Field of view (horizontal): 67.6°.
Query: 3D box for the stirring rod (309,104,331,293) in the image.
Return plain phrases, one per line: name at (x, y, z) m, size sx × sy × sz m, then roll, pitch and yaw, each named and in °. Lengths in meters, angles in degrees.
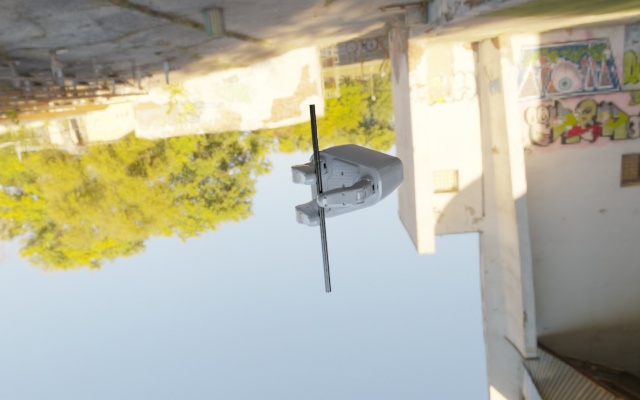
stirring rod at (0.000, 0.002, 0.595) m, size 0.011 × 0.239 × 0.011 m, roll -5°, pitch 13°, yaw 1°
